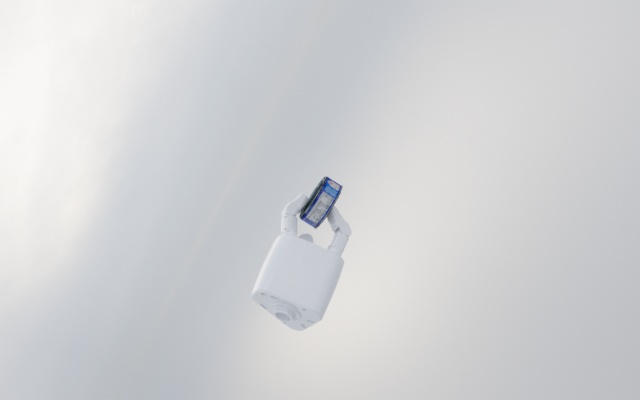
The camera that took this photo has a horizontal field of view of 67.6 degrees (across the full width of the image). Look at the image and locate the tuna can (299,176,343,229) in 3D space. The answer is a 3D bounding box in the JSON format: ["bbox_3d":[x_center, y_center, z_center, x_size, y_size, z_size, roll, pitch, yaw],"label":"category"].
[{"bbox_3d":[0.000,0.002,0.796,0.034,0.086,0.086,32,-5,-7],"label":"tuna can"}]
